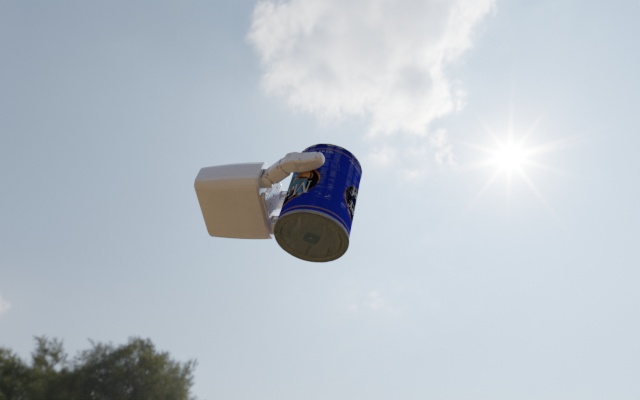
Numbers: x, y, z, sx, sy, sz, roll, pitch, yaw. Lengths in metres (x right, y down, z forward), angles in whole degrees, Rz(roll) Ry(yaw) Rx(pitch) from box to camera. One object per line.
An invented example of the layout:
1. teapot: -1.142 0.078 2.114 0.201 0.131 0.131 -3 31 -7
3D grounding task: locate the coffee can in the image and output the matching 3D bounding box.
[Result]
1. coffee can: 0.000 0.002 0.679 0.103 0.140 0.103 8 -43 7
